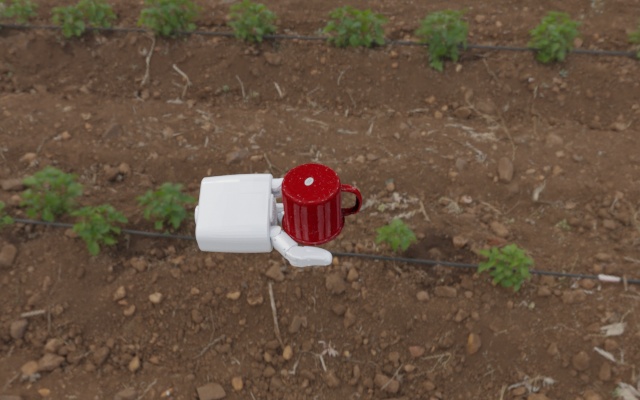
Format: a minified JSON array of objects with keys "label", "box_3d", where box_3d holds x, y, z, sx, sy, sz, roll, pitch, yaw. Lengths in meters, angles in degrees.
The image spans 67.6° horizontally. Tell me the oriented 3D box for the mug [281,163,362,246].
[{"label":"mug","box_3d":[0.002,0.002,0.671,0.117,0.093,0.082,-1,-44,1]}]
